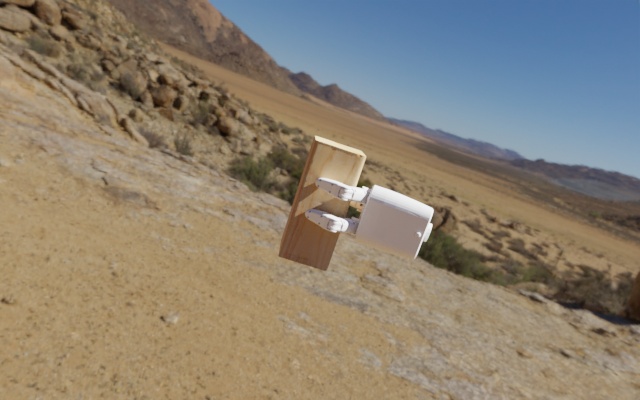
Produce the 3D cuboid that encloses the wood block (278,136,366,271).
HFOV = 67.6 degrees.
[{"bbox_3d":[0.001,0.003,0.828,0.090,0.206,0.091,18,11,-5],"label":"wood block"}]
